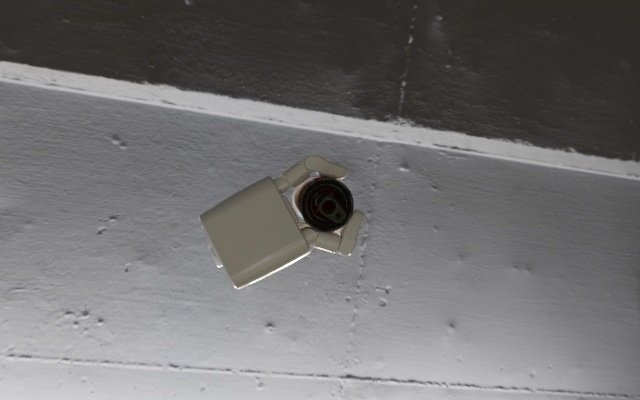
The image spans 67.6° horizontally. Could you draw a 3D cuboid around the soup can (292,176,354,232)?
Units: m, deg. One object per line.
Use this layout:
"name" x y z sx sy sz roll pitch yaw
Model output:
"soup can" 0.000 0.002 0.640 0.068 0.068 0.102 0 5 -10
